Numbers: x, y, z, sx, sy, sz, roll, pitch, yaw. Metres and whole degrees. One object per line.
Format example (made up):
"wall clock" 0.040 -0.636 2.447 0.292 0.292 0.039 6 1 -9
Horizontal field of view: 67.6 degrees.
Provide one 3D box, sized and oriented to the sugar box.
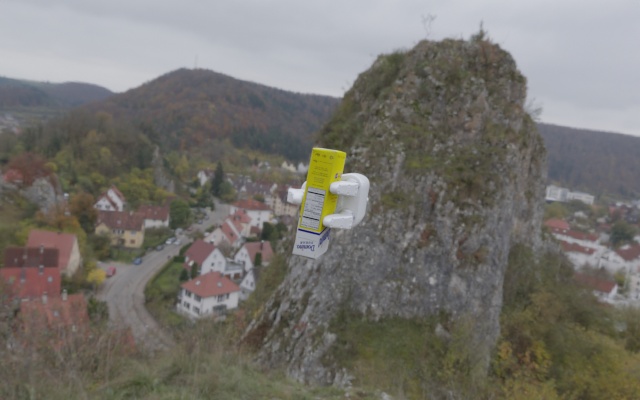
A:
"sugar box" 0.001 0.003 0.794 0.048 0.176 0.093 10 6 13
